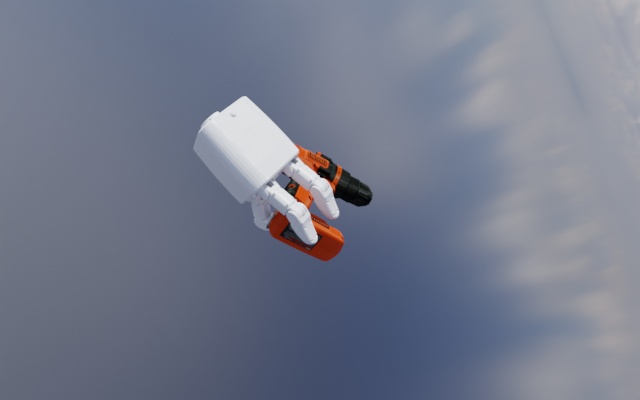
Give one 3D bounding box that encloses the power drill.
[{"bbox_3d":[0.000,0.003,0.730,0.184,0.057,0.187,26,35,-15],"label":"power drill"}]
